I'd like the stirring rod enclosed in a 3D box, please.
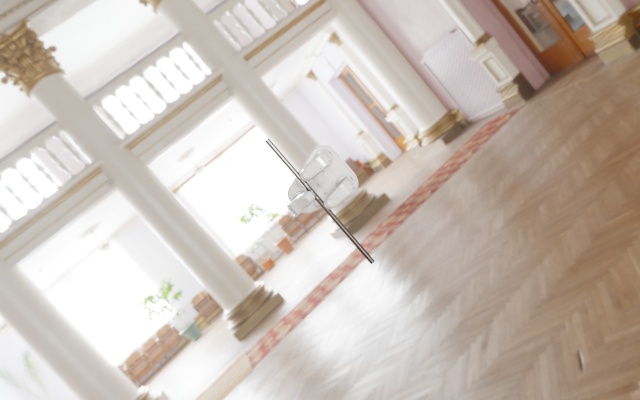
[{"bbox_3d":[0.000,0.002,0.705,0.011,0.239,0.011,-40,5,4],"label":"stirring rod"}]
